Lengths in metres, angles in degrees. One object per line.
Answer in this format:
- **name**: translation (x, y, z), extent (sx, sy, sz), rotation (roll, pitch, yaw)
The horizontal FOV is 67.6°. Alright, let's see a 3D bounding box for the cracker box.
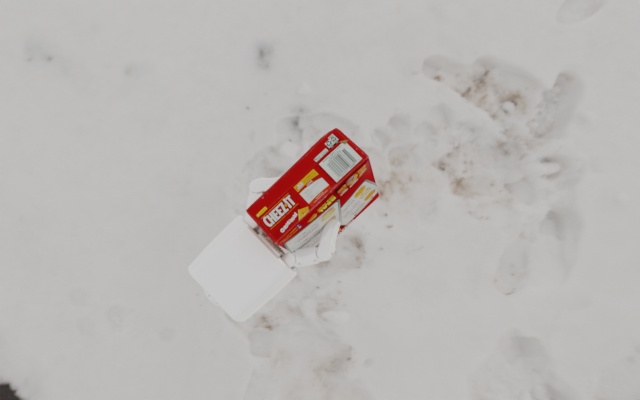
- **cracker box**: translation (0.000, 0.002, 0.705), extent (0.164, 0.072, 0.214), rotation (-44, -17, -1)
